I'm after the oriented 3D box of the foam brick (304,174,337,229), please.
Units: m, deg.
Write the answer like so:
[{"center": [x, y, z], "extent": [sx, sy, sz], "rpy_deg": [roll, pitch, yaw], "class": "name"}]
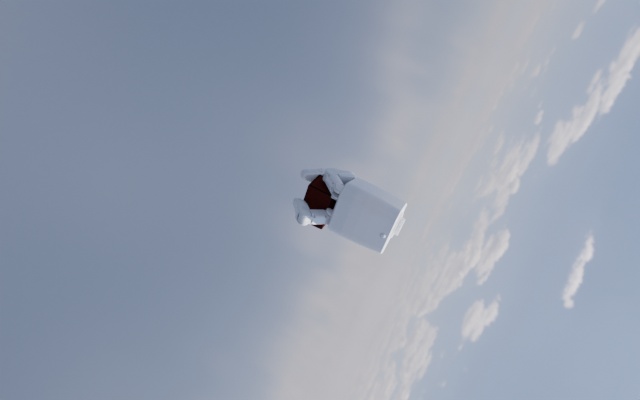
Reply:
[{"center": [0.000, 0.003, 0.874], "extent": [0.051, 0.078, 0.053], "rpy_deg": [27, 34, 11], "class": "foam brick"}]
